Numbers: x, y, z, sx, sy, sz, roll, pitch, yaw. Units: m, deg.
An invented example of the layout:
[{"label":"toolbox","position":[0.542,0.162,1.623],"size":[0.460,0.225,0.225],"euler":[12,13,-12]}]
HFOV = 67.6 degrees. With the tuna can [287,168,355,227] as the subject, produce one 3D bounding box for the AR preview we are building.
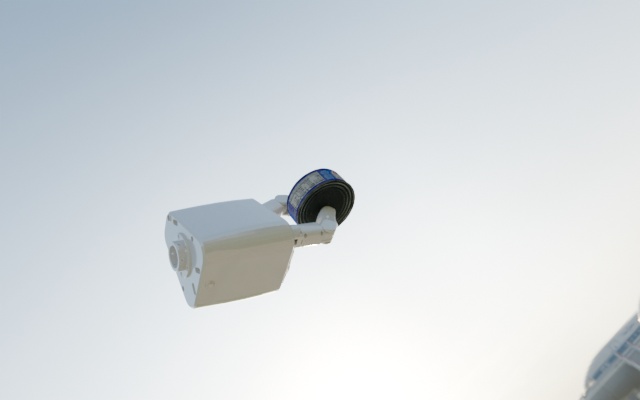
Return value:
[{"label":"tuna can","position":[0.000,0.002,0.617],"size":[0.086,0.086,0.033],"euler":[0,33,-37]}]
